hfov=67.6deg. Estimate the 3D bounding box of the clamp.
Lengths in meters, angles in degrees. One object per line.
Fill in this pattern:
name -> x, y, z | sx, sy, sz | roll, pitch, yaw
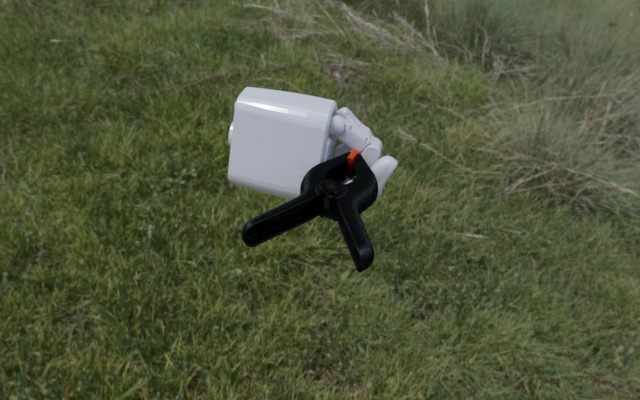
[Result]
clamp -> 0.000, 0.001, 0.468 | 0.120, 0.039, 0.171 | 11, 34, 7
